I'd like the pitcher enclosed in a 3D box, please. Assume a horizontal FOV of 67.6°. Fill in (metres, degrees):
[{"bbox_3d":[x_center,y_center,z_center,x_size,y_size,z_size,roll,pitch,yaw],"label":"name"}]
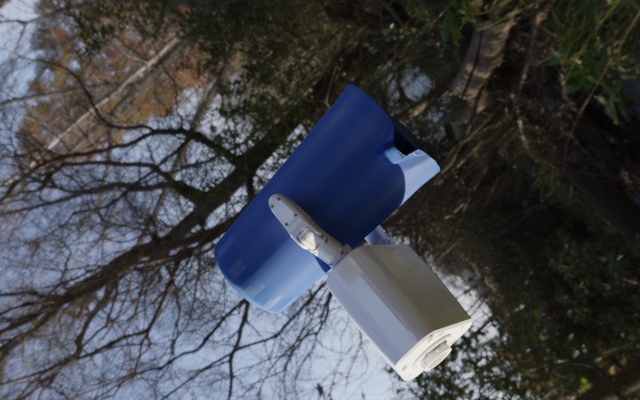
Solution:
[{"bbox_3d":[0.000,0.002,0.533,0.145,0.243,0.149,49,8,31],"label":"pitcher"}]
